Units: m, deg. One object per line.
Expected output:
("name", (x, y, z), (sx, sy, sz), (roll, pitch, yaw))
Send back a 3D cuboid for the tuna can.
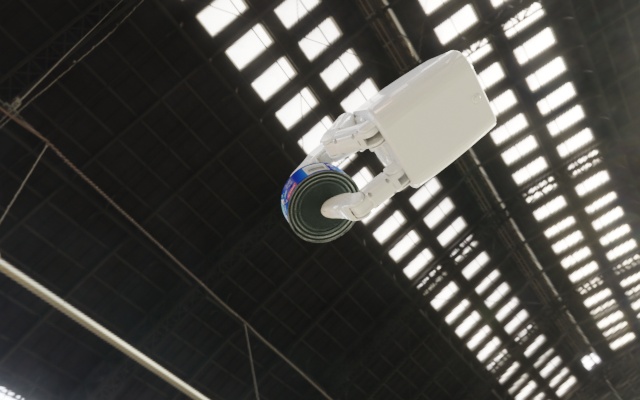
("tuna can", (0.000, 0.002, 0.532), (0.086, 0.086, 0.033), (0, 23, -21))
